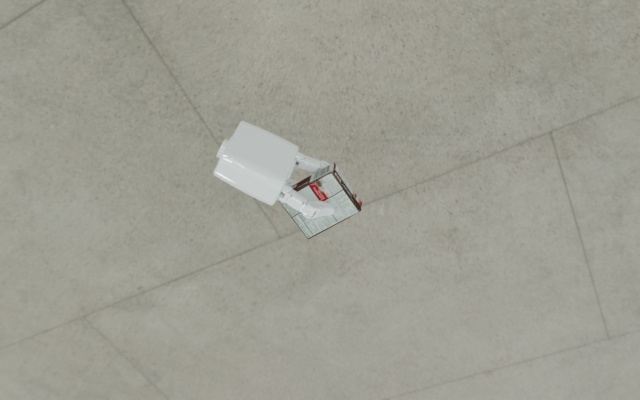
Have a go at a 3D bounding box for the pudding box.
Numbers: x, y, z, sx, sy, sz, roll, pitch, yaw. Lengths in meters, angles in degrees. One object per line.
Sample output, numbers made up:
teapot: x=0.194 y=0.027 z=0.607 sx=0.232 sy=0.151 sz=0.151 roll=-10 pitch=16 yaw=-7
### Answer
pudding box: x=0.000 y=0.003 z=0.808 sx=0.113 sy=0.090 sz=0.039 roll=-28 pitch=22 yaw=21
